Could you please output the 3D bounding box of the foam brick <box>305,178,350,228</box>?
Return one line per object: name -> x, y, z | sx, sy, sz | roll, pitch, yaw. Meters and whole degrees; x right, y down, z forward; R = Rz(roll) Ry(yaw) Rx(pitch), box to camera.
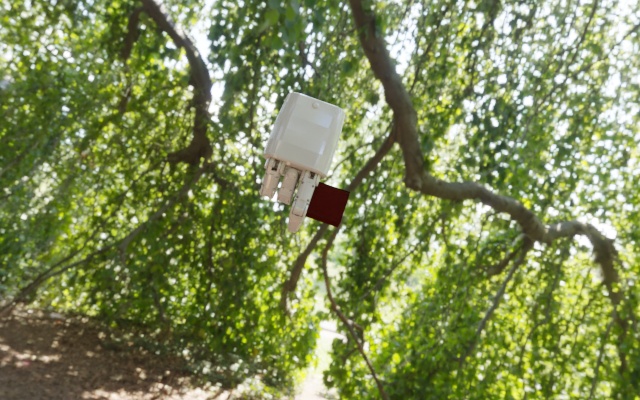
foam brick -> 0.000, 0.003, 0.729 | 0.078, 0.051, 0.053 | 19, -11, -1
